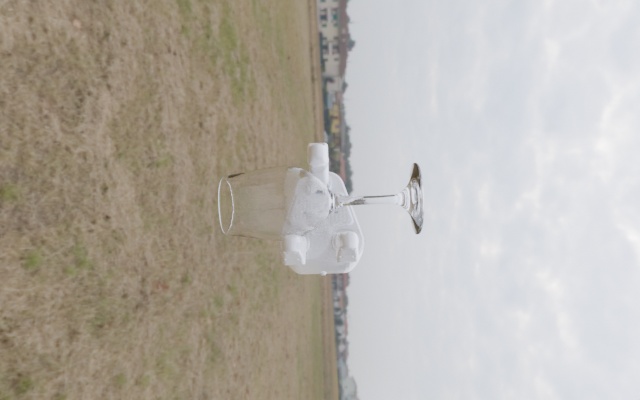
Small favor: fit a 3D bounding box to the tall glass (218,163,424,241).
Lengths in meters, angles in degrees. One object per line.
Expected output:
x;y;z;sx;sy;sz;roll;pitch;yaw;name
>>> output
0.001;0.001;0.495;0.201;0.079;0.079;-2;0;1;tall glass
